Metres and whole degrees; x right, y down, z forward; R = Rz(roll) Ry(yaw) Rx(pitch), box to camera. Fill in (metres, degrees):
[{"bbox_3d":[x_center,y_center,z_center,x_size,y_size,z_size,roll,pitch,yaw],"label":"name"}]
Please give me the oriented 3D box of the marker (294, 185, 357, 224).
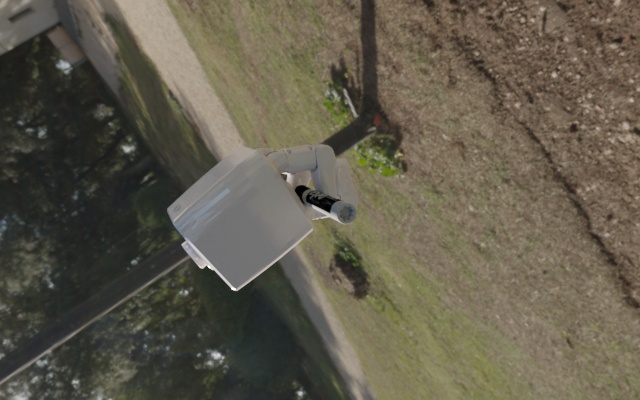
[{"bbox_3d":[0.000,0.001,0.466,0.020,0.020,0.121,0,10,-23],"label":"marker"}]
